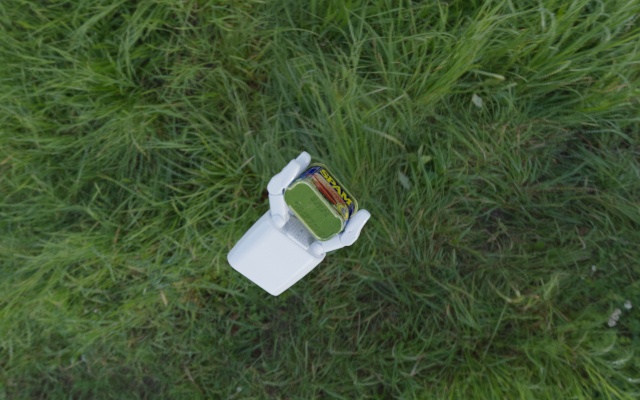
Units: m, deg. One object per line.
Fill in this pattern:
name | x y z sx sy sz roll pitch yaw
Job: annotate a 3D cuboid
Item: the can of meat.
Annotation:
can of meat | 0.000 0.002 0.705 0.057 0.102 0.084 -40 4 25
